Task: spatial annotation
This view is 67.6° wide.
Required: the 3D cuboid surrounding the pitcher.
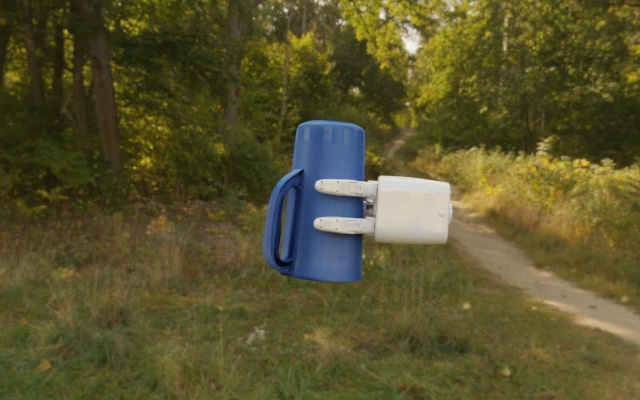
[{"bbox_3d":[0.000,0.002,0.742,0.145,0.243,0.149,4,-1,6],"label":"pitcher"}]
